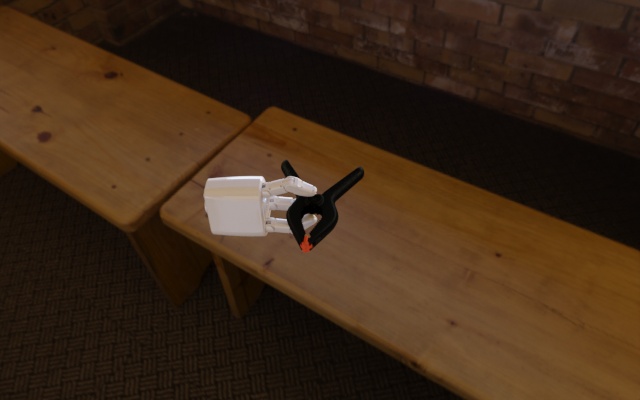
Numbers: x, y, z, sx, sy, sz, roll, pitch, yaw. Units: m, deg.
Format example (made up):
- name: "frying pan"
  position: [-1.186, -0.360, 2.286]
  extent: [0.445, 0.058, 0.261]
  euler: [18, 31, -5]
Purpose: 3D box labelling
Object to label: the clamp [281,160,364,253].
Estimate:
- name: "clamp"
  position: [0.000, 0.003, 0.886]
  extent: [0.164, 0.209, 0.036]
  euler: [0, -40, 4]
